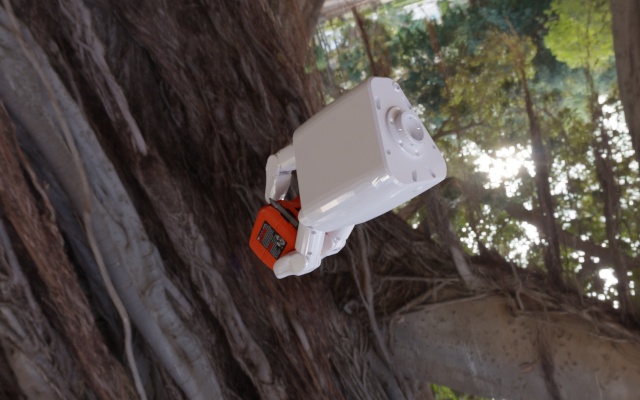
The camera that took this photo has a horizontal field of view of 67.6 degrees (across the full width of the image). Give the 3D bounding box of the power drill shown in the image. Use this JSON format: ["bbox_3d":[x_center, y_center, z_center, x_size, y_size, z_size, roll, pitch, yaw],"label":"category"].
[{"bbox_3d":[0.000,0.002,0.578,0.187,0.057,0.184,-42,-11,-31],"label":"power drill"}]
